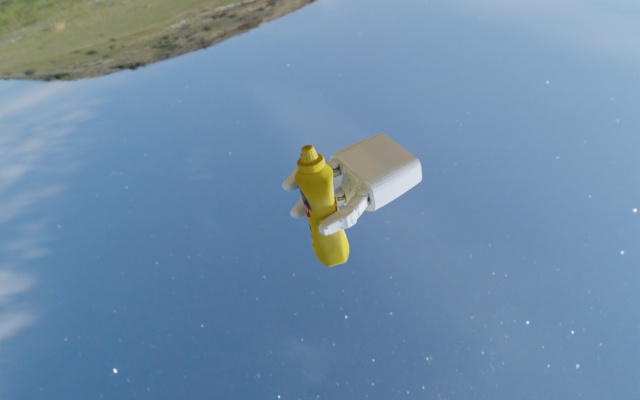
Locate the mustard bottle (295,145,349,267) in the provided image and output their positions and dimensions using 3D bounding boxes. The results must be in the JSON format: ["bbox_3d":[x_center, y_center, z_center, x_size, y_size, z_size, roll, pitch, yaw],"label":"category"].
[{"bbox_3d":[0.000,0.003,0.737,0.058,0.192,0.096,-14,32,-1],"label":"mustard bottle"}]
